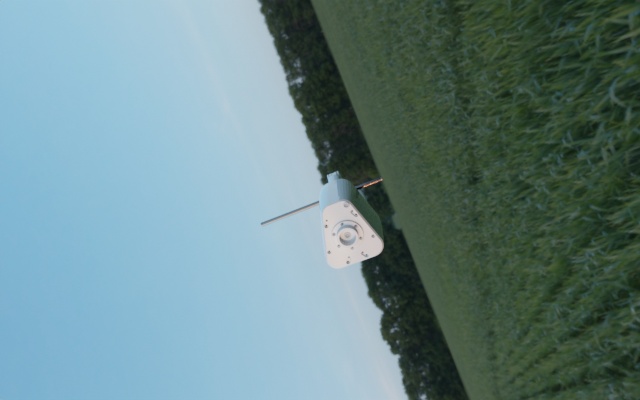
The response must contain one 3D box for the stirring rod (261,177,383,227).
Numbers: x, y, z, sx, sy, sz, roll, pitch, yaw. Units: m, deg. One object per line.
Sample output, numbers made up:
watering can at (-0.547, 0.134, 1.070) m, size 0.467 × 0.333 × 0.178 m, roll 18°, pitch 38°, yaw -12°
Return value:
stirring rod at (0.000, 0.003, 0.882) m, size 0.239 × 0.011 × 0.011 m, roll -21°, pitch -3°, yaw 8°
